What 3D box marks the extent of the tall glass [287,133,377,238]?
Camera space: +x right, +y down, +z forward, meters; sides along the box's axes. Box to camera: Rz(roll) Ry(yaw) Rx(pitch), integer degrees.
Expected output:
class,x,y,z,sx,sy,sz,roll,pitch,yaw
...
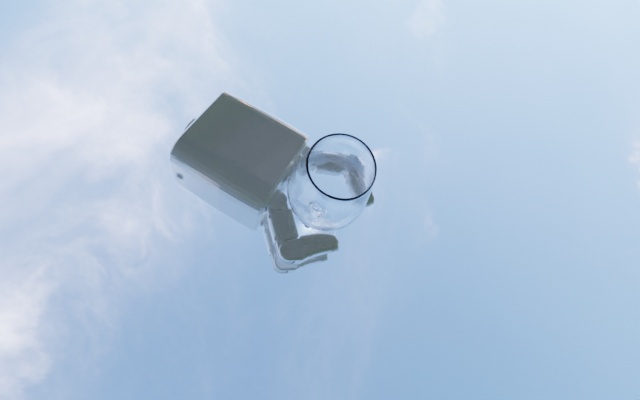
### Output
class,x,y,z,sx,sy,sz,roll,pitch,yaw
tall glass,0.000,0.002,0.494,0.079,0.079,0.201,0,-18,-11
